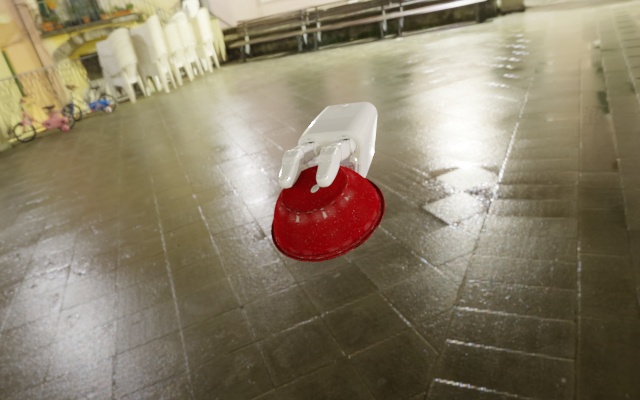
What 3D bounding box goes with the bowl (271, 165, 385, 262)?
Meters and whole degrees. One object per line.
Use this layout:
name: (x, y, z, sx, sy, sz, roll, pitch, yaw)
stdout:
bowl: (0.000, 0.003, 0.628, 0.162, 0.055, 0.162, -14, 41, 12)
